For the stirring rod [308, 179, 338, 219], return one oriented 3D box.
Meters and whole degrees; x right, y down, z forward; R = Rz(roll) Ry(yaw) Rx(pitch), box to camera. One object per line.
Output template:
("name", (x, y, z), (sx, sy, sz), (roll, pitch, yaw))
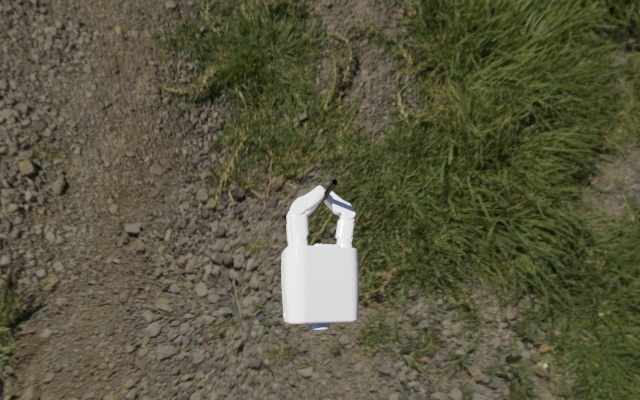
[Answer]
("stirring rod", (0.000, 0.003, 0.748), (0.011, 0.011, 0.239), (0, -13, -9))
